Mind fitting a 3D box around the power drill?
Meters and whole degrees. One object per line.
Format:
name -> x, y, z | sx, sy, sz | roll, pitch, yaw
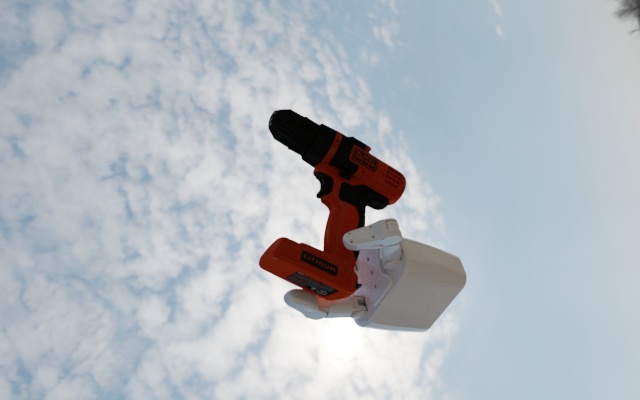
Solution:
power drill -> 0.000, 0.002, 0.537 | 0.184, 0.187, 0.057 | 28, -29, -12
